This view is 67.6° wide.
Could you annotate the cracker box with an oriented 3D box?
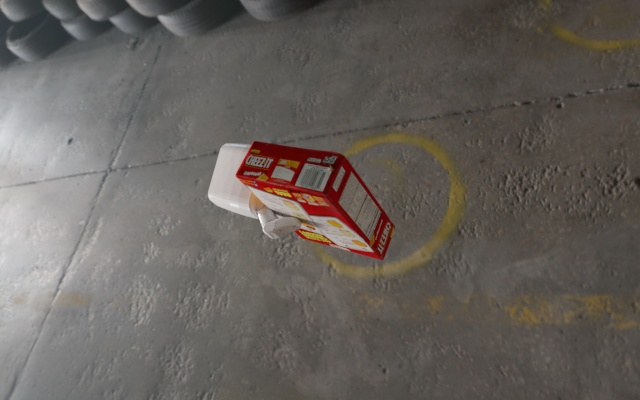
[{"bbox_3d":[0.000,0.002,0.721,0.164,0.072,0.214,12,-22,34],"label":"cracker box"}]
